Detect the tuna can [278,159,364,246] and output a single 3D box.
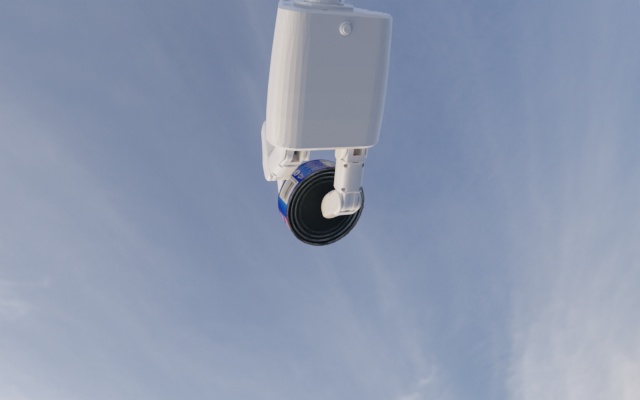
[{"bbox_3d":[0.000,0.001,0.495,0.086,0.086,0.033,0,23,-26],"label":"tuna can"}]
